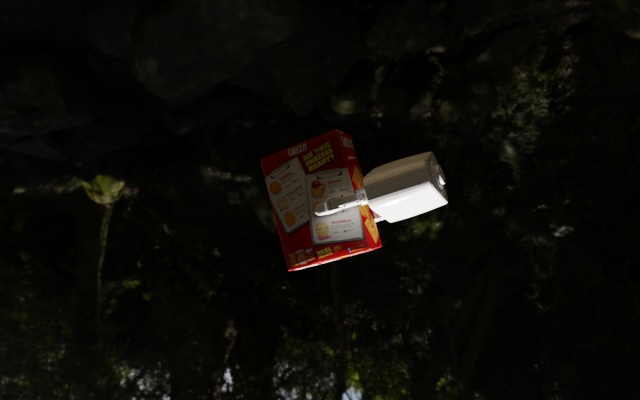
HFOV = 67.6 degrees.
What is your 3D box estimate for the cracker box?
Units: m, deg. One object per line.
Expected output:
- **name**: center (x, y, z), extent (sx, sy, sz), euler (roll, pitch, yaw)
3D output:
- **cracker box**: center (0.000, 0.003, 0.859), extent (0.164, 0.213, 0.072), euler (-18, -9, 24)
